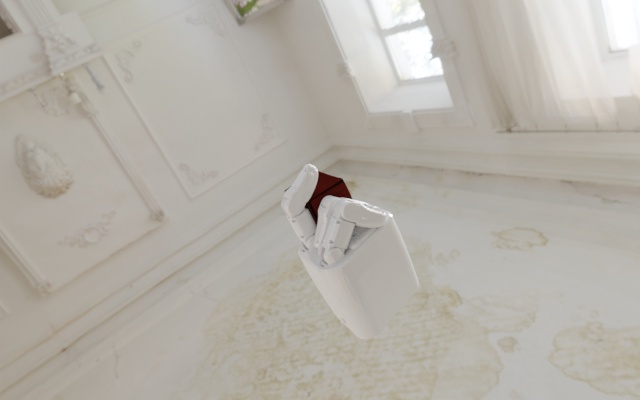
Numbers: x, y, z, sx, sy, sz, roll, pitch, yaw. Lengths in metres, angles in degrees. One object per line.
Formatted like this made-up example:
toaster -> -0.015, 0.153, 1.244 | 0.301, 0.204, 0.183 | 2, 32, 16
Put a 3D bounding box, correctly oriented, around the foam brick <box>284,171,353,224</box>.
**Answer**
foam brick -> 0.000, 0.002, 0.581 | 0.053, 0.051, 0.078 | -33, 23, -14
